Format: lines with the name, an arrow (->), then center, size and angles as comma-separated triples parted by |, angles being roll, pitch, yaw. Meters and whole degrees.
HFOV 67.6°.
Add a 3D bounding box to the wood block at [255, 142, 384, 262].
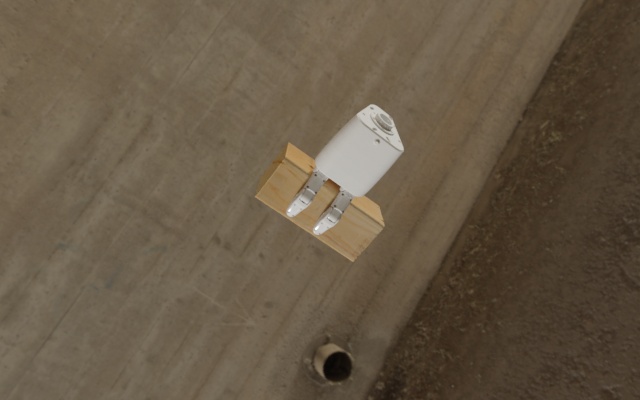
wood block -> 0.000, 0.002, 0.831 | 0.206, 0.090, 0.090 | 35, 19, -14
